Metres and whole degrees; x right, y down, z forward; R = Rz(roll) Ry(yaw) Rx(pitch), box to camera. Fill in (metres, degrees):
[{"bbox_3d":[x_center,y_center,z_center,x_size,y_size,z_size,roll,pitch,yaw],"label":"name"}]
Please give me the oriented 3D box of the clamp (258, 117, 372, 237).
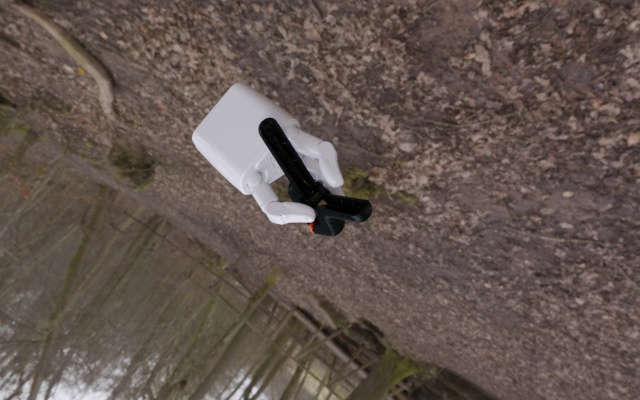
[{"bbox_3d":[-0.001,0.003,0.600,0.164,0.036,0.210,41,-16,23],"label":"clamp"}]
